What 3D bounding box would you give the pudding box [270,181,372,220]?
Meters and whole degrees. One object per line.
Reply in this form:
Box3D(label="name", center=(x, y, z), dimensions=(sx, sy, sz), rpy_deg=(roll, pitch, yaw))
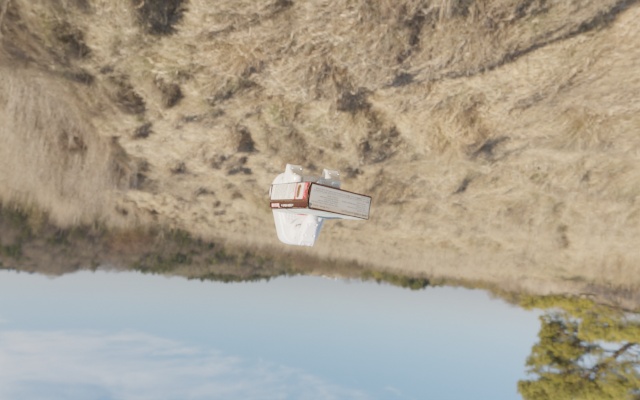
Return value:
Box3D(label="pudding box", center=(0.000, 0.002, 0.659), dimensions=(0.113, 0.039, 0.090), rpy_deg=(10, -8, -39))
